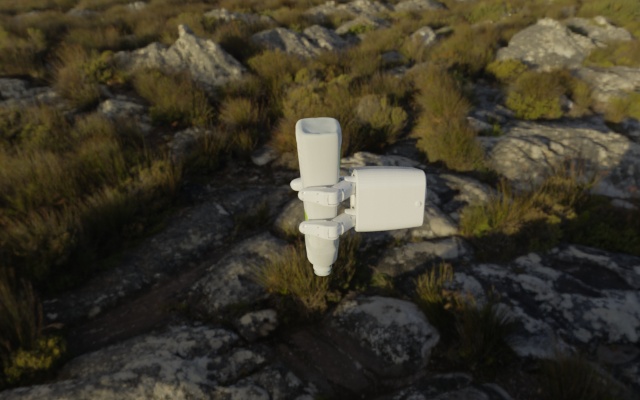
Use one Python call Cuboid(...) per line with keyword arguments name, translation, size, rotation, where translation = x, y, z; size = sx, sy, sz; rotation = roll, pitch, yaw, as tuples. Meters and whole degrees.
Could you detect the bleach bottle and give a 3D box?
Cuboid(name="bleach bottle", translation=(0.000, 0.002, 0.762), size=(0.068, 0.251, 0.102), rotation=(-3, 25, -2))
